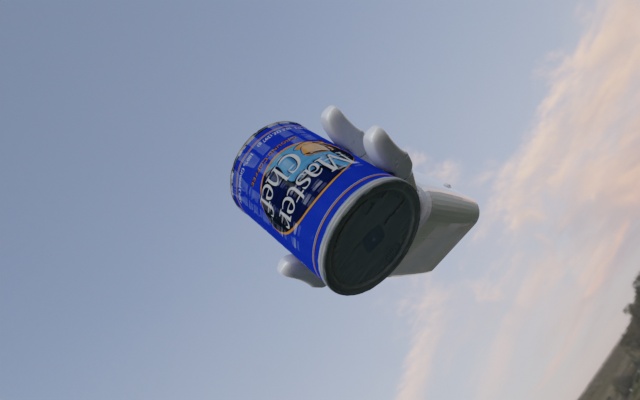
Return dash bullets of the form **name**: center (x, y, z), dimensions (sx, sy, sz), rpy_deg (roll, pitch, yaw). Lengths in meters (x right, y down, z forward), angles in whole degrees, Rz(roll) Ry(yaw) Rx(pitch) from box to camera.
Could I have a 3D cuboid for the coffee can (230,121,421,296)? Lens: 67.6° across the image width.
- **coffee can**: center (0.000, 0.001, 0.416), dimensions (0.103, 0.103, 0.140), rpy_deg (0, 25, -42)
